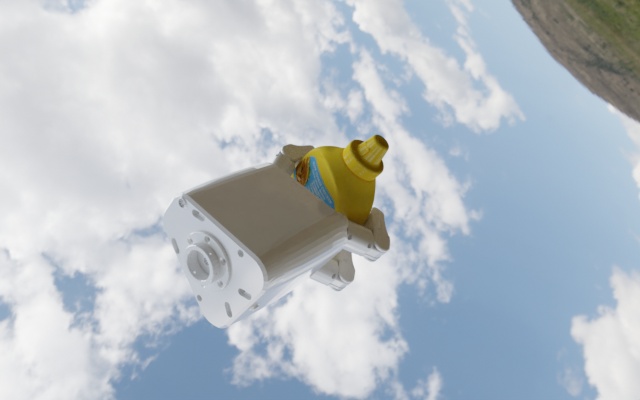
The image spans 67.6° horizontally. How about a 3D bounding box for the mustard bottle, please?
[{"bbox_3d":[0.000,0.002,0.484,0.058,0.096,0.192,6,-39,-40],"label":"mustard bottle"}]
